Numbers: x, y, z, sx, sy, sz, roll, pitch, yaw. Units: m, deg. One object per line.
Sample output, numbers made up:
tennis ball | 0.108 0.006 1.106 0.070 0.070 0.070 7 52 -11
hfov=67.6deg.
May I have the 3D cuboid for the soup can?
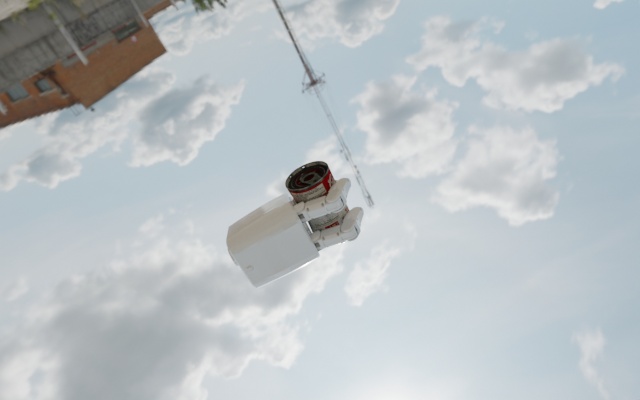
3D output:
soup can | 0.001 0.002 0.705 0.068 0.102 0.068 -20 31 13
